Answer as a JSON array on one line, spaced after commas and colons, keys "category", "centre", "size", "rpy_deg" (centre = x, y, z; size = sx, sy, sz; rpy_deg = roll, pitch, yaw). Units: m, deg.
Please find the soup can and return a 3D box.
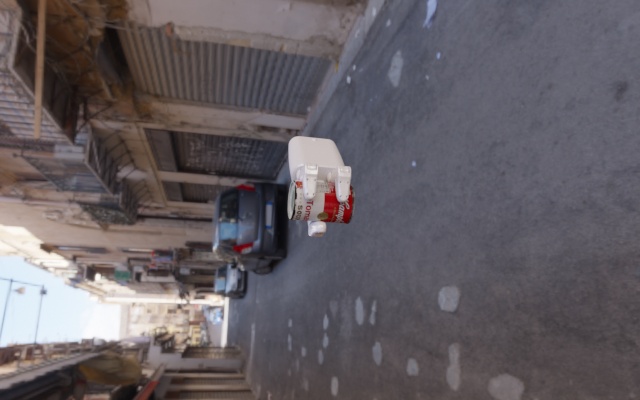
[{"category": "soup can", "centre": [0.000, 0.003, 0.808], "size": [0.102, 0.068, 0.068], "rpy_deg": [4, -1, -13]}]
